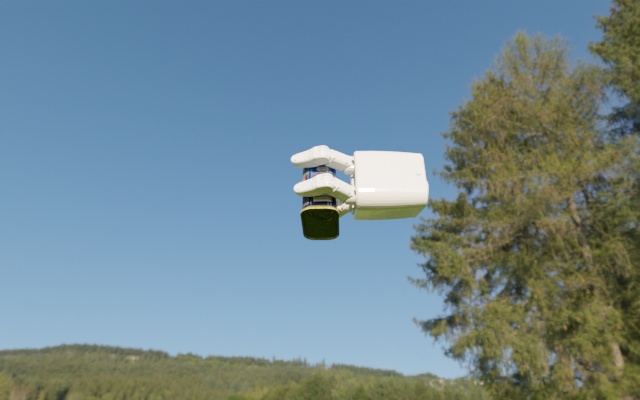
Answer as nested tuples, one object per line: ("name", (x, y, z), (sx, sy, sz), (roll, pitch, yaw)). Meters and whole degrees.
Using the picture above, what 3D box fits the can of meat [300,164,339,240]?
("can of meat", (0.000, 0.002, 0.747), (0.057, 0.084, 0.102), (-1, -31, 2))
